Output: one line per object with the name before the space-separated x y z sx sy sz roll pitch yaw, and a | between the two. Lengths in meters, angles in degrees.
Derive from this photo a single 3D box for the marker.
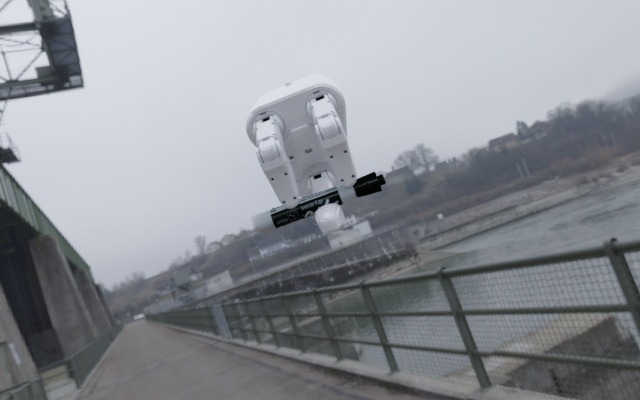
marker | 0.000 0.001 0.429 0.121 0.020 0.020 -20 -2 5
